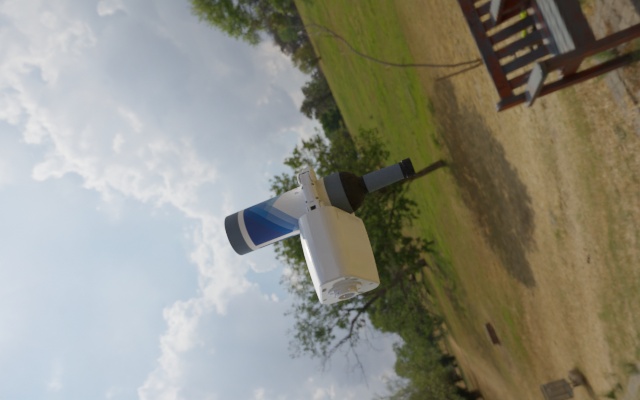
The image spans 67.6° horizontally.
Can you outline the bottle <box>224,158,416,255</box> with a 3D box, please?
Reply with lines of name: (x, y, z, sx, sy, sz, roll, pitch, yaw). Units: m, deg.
bottle: (0.000, 0.002, 0.725, 0.296, 0.069, 0.069, -21, -4, 10)
